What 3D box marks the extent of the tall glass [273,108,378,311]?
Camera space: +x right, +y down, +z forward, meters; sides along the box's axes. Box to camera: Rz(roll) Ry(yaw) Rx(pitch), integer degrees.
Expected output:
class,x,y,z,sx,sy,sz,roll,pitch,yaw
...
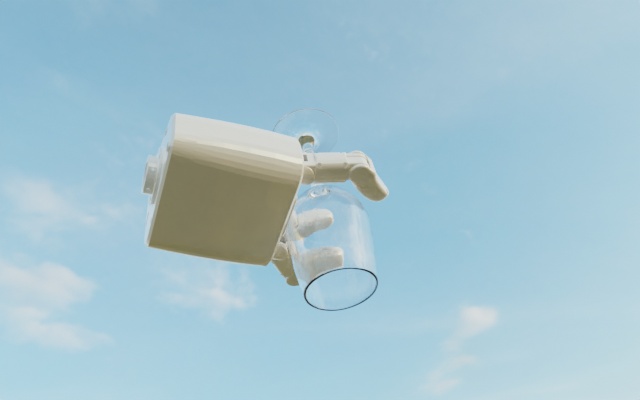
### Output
class,x,y,z,sx,sy,sz,roll,pitch,yaw
tall glass,0.000,0.001,0.452,0.079,0.200,0.079,-7,-43,-7
